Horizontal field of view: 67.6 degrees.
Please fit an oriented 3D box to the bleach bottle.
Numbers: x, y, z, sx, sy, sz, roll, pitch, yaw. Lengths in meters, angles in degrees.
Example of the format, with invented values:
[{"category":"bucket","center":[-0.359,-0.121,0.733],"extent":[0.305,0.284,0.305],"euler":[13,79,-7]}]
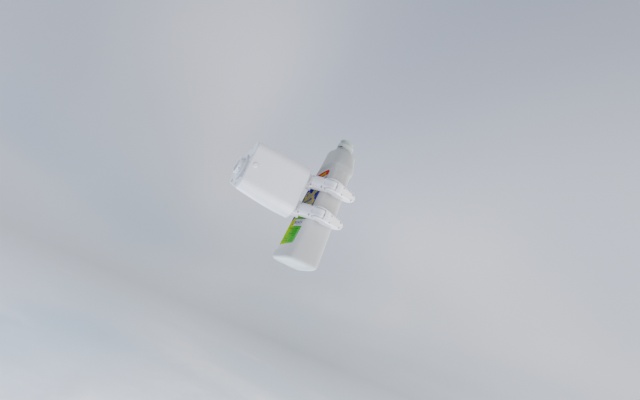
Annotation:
[{"category":"bleach bottle","center":[0.000,0.003,0.880],"extent":[0.068,0.250,0.102],"euler":[29,-18,-19]}]
